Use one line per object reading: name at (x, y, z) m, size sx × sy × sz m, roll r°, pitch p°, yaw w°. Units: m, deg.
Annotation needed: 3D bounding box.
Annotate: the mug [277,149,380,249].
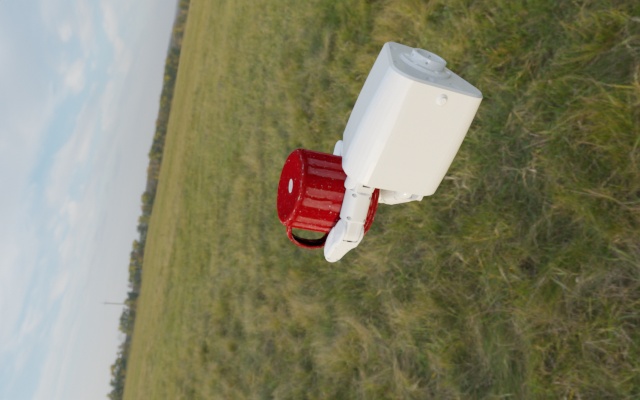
mug at (-0.001, 0.003, 0.507) m, size 0.081 × 0.117 × 0.093 m, roll 10°, pitch 32°, yaw -21°
